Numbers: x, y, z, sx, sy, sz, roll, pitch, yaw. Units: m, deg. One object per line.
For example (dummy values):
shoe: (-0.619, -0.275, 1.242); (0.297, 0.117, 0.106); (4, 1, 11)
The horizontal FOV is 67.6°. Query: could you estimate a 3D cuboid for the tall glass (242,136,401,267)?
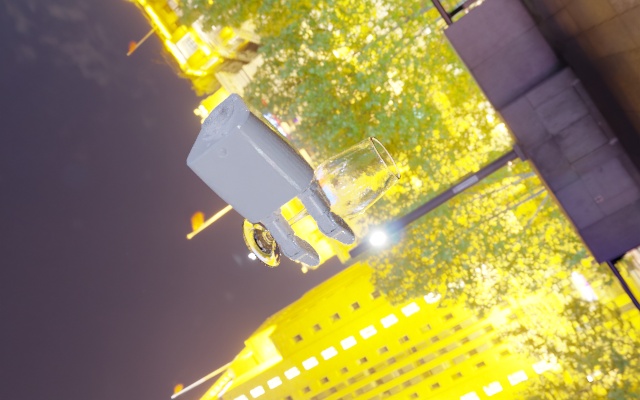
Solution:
tall glass: (0.000, 0.002, 0.595); (0.201, 0.079, 0.079); (-34, -12, 19)
